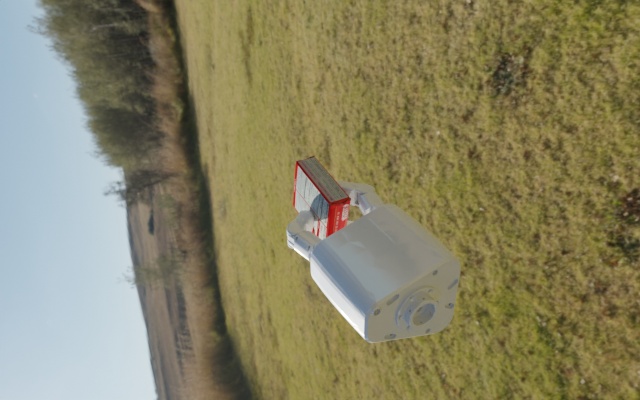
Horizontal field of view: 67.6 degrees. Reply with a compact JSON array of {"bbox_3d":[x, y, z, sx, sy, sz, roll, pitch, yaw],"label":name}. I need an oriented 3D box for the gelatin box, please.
[{"bbox_3d":[0.000,0.002,0.576,0.030,0.073,0.089,-18,47,-25],"label":"gelatin box"}]
